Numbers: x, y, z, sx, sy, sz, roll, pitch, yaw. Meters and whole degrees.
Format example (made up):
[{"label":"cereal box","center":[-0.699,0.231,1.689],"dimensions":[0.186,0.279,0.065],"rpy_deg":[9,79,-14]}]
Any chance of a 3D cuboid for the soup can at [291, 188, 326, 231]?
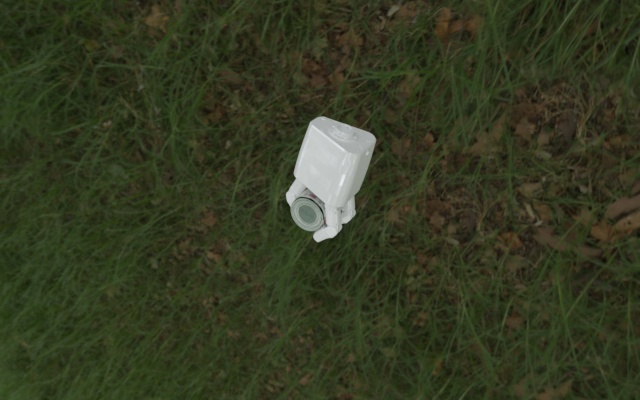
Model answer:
[{"label":"soup can","center":[0.000,0.003,0.860],"dimensions":[0.068,0.068,0.102],"rpy_deg":[0,26,32]}]
